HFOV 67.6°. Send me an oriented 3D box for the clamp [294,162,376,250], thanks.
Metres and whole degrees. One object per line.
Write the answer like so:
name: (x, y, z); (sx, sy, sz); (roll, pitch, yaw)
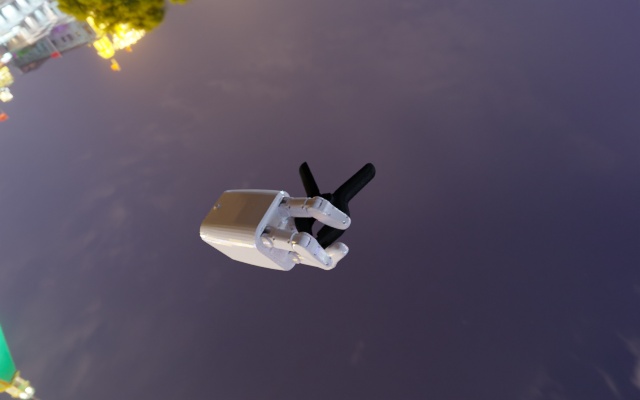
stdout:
clamp: (0.000, 0.003, 0.698); (0.120, 0.171, 0.039); (6, -42, 29)
